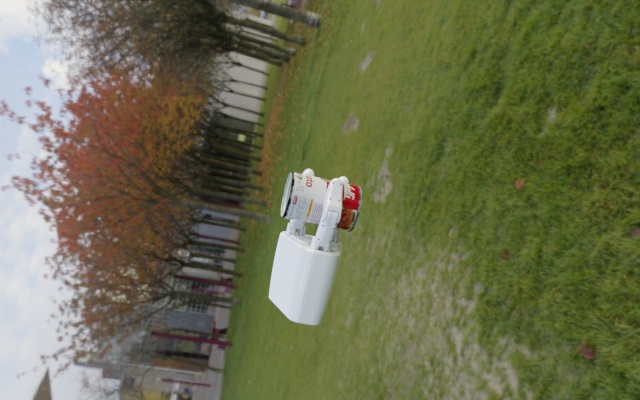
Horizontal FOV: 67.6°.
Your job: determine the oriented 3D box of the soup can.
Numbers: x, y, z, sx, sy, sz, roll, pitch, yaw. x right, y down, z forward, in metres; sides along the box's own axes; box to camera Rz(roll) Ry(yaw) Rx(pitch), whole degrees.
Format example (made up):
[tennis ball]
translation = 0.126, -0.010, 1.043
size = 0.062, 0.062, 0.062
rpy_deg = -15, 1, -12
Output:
[soup can]
translation = 0.000, 0.002, 0.682
size = 0.102, 0.068, 0.068
rpy_deg = 12, -2, -11
